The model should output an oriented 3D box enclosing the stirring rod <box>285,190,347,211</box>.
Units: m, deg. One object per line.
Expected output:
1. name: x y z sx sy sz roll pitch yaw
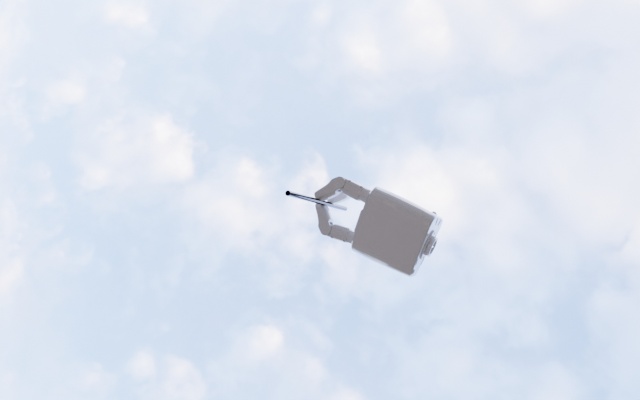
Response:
1. stirring rod: 0.000 0.003 0.781 0.011 0.011 0.239 0 -6 23
